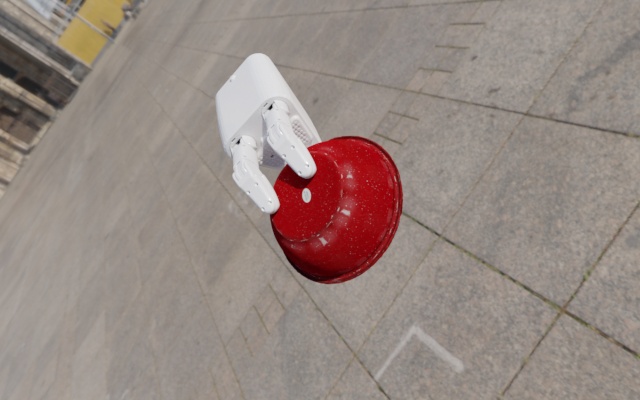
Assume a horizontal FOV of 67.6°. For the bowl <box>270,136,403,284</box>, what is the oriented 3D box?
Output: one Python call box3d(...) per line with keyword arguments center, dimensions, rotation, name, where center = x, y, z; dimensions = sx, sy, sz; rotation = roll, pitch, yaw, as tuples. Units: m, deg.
box3d(center=(0.001, 0.002, 0.486), dimensions=(0.162, 0.162, 0.055), rotation=(0, -14, 38), name="bowl")
